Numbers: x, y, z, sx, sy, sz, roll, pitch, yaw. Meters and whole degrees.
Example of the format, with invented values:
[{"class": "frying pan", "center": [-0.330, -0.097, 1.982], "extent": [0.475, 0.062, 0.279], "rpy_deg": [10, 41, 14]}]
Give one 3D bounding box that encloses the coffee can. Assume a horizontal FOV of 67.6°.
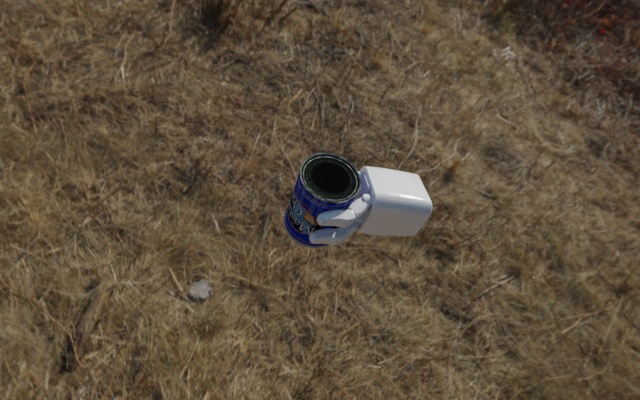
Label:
[{"class": "coffee can", "center": [0.000, 0.003, 0.817], "extent": [0.103, 0.102, 0.140], "rpy_deg": [0, -36, -17]}]
